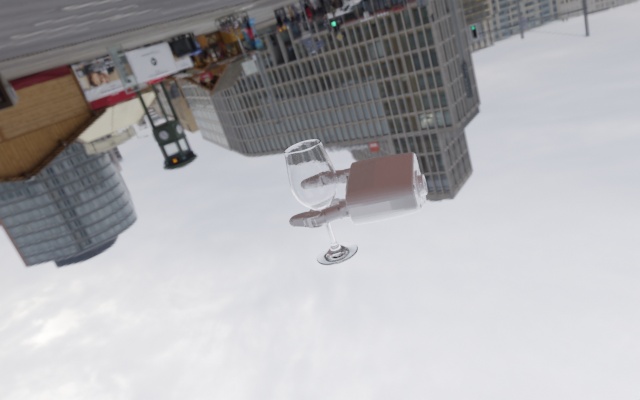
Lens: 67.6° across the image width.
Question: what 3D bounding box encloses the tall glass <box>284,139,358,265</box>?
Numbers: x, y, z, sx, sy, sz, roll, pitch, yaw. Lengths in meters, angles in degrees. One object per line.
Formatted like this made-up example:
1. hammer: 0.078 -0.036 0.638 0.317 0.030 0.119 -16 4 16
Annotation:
1. tall glass: 0.000 0.003 0.788 0.079 0.201 0.079 -16 20 6
